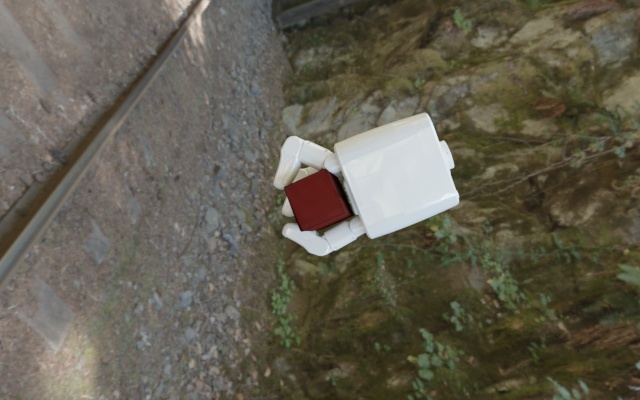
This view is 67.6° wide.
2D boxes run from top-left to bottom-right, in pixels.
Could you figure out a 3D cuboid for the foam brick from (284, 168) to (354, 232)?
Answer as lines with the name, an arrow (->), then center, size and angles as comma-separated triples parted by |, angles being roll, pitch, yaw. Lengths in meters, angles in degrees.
foam brick -> 0.000, 0.002, 0.529 | 0.051, 0.053, 0.078 | -23, -7, 9
